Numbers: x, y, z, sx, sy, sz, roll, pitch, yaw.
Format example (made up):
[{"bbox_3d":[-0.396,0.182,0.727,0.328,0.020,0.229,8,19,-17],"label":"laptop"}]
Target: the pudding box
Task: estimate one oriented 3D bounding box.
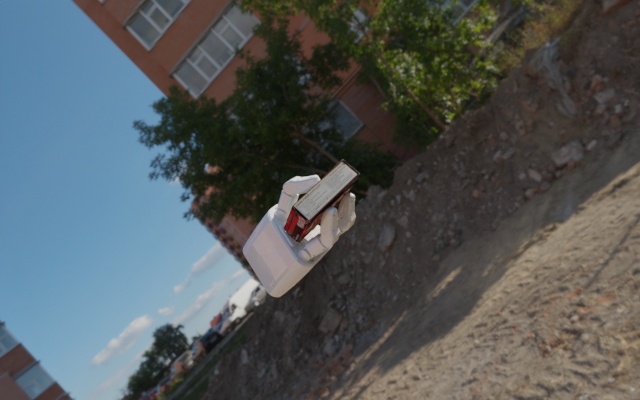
[{"bbox_3d":[0.000,0.002,0.702,0.113,0.039,0.090,-46,-6,-25],"label":"pudding box"}]
